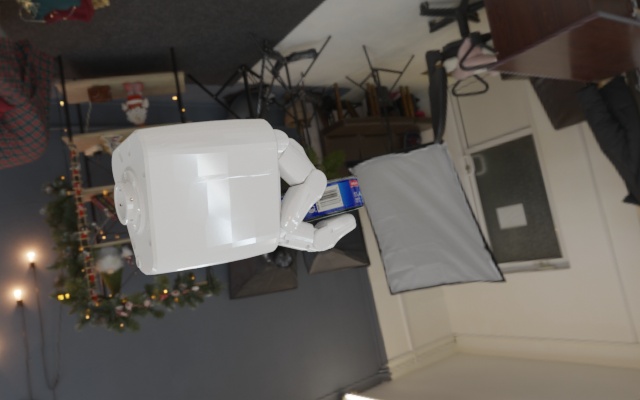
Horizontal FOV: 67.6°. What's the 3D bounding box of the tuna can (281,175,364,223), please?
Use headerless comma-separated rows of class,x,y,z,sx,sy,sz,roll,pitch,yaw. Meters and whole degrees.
tuna can,0.000,0.002,0.488,0.086,0.034,0.086,-15,-2,-1
